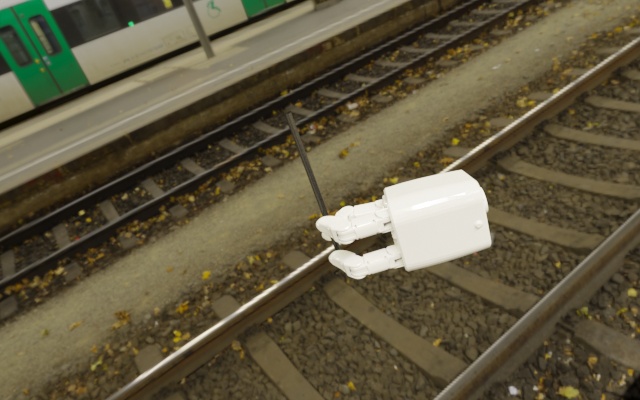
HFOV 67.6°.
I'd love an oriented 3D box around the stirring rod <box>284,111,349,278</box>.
[{"bbox_3d":[0.000,0.002,0.592,0.011,0.240,0.011,-16,28,9],"label":"stirring rod"}]
